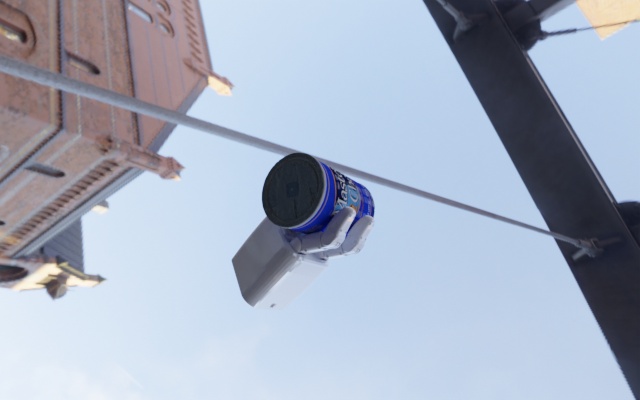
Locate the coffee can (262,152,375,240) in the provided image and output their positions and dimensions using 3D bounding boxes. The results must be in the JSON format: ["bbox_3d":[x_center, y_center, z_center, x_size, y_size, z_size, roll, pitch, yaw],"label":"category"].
[{"bbox_3d":[0.000,0.002,0.679,0.103,0.102,0.140,0,-14,35],"label":"coffee can"}]
